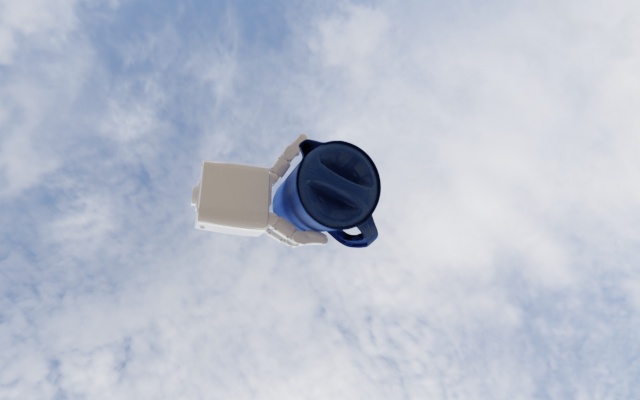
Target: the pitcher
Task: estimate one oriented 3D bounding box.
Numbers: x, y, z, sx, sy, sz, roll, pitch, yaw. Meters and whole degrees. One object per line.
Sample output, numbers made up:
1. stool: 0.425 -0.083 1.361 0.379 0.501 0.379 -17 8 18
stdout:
1. pitcher: 0.000 0.003 0.803 0.145 0.149 0.243 8 -11 -16
